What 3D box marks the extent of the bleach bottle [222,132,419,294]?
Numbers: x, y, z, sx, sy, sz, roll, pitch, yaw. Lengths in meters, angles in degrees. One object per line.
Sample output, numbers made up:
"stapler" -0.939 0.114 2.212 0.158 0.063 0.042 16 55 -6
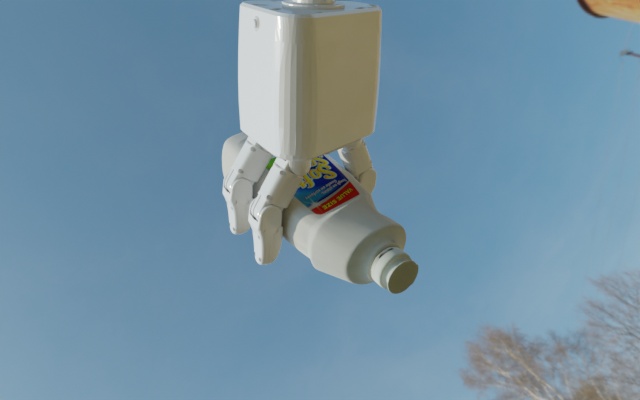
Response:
"bleach bottle" 0.000 0.001 0.438 0.102 0.068 0.250 -15 32 -29
